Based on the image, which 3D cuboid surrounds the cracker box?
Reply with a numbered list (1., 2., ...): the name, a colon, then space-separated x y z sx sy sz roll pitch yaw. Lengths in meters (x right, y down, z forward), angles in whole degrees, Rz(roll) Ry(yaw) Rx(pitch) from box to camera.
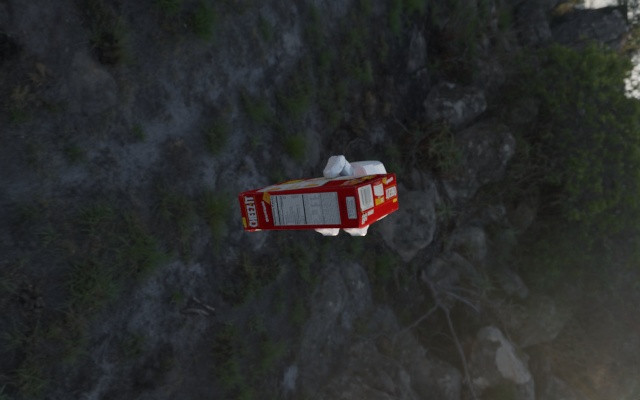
1. cracker box: 0.000 0.002 0.792 0.214 0.072 0.164 -3 8 29
